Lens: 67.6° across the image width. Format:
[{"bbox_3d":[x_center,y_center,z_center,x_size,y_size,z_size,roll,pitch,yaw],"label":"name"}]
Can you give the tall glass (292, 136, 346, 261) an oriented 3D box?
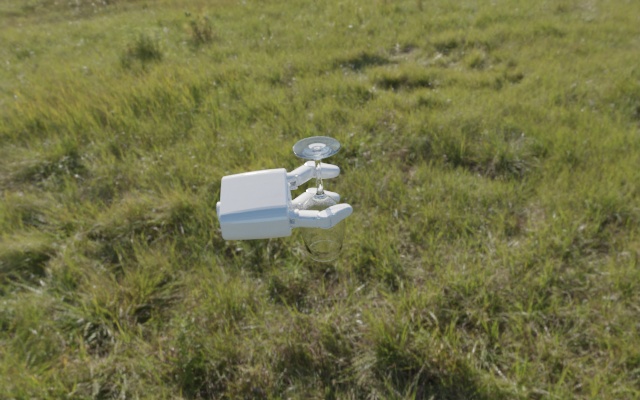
[{"bbox_3d":[0.000,0.002,0.779,0.079,0.201,0.079,-3,32,2],"label":"tall glass"}]
